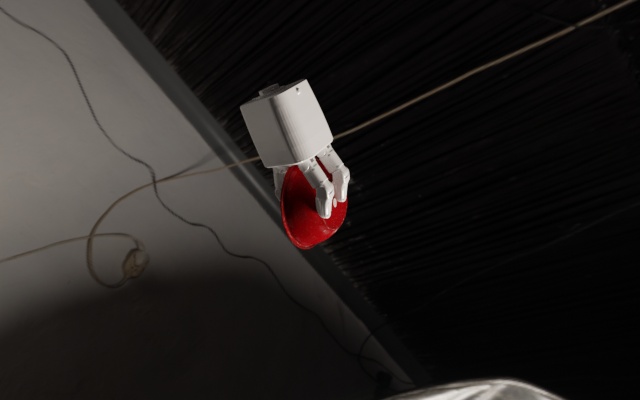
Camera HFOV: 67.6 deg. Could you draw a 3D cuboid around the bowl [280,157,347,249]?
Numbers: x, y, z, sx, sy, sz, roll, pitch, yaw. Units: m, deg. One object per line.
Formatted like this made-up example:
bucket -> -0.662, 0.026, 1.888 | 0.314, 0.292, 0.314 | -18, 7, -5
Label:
bowl -> 0.001, 0.004, 0.802 | 0.055, 0.162, 0.162 | 1, 1, 30
